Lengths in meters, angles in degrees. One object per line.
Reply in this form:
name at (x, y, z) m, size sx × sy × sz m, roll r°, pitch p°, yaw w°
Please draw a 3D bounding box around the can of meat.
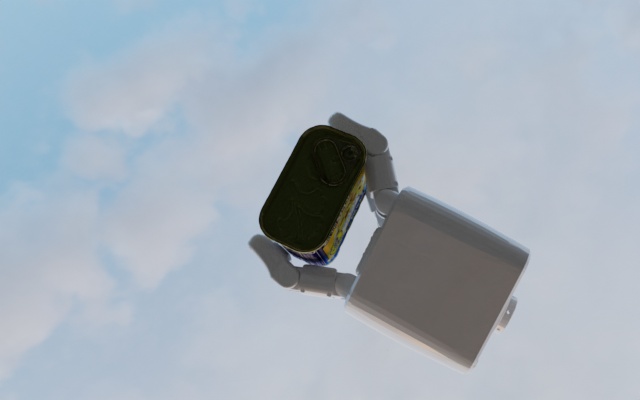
can of meat at (0.000, 0.001, 0.404) m, size 0.057 × 0.102 × 0.084 m, roll 23°, pitch -13°, yaw 15°
